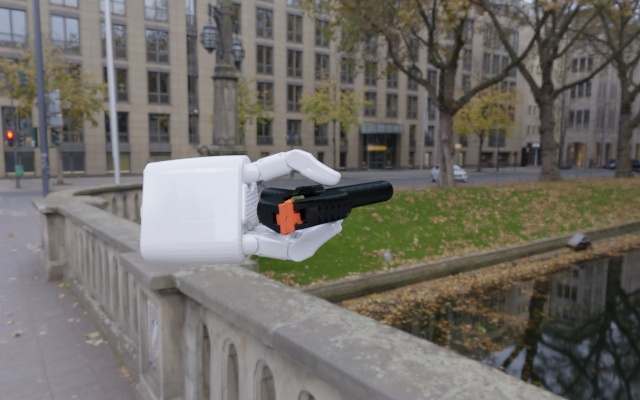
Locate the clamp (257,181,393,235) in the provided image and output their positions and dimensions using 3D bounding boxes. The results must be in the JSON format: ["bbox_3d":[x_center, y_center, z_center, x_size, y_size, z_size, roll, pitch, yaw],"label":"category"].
[{"bbox_3d":[0.000,0.001,0.503,0.164,0.036,0.210,-5,6,5],"label":"clamp"}]
